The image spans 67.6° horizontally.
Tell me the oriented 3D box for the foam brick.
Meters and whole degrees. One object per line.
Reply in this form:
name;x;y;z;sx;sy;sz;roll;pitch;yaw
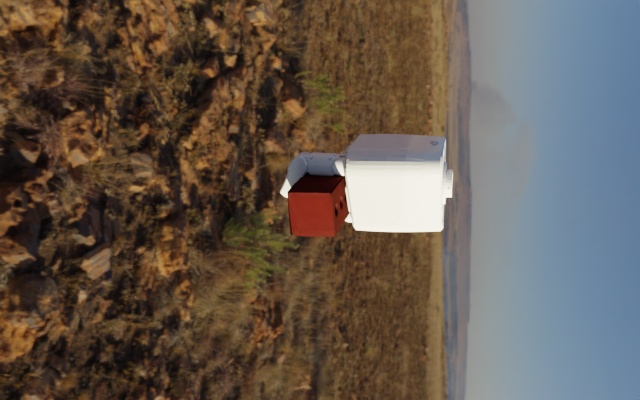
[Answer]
foam brick;0.000;0.002;0.542;0.051;0.053;0.078;2;22;16
